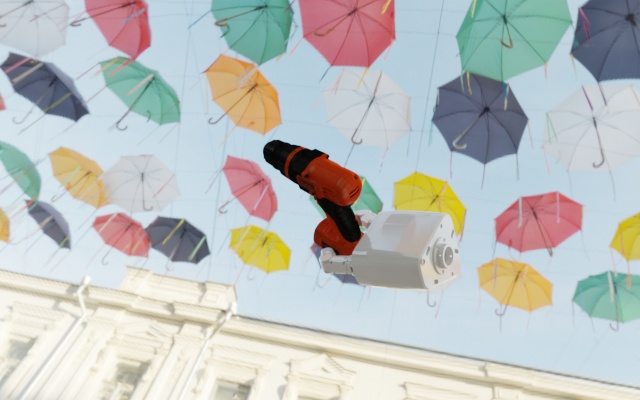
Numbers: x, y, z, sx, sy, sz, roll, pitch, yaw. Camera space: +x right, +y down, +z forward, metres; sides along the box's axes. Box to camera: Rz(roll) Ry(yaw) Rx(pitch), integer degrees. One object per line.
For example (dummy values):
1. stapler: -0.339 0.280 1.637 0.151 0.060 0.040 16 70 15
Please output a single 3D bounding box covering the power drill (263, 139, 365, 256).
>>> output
1. power drill: 0.000 0.003 0.706 0.057 0.188 0.184 -42 46 -18
